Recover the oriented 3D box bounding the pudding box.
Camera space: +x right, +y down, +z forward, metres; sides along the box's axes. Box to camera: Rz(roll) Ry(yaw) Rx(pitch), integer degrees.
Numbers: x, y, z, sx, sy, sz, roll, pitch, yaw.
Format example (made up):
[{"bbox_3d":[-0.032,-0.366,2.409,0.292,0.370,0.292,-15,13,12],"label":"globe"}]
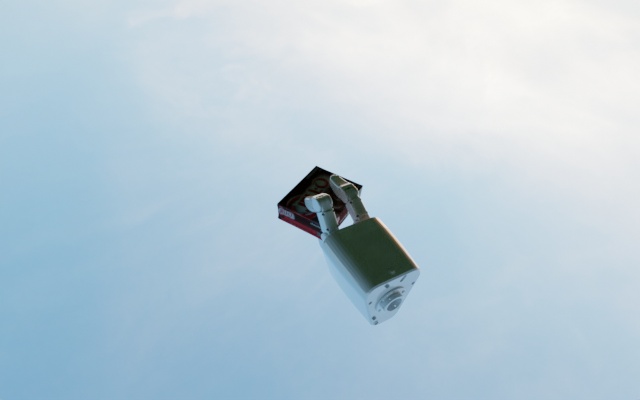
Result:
[{"bbox_3d":[0.000,0.003,0.744,0.090,0.039,0.113,25,46,21],"label":"pudding box"}]
